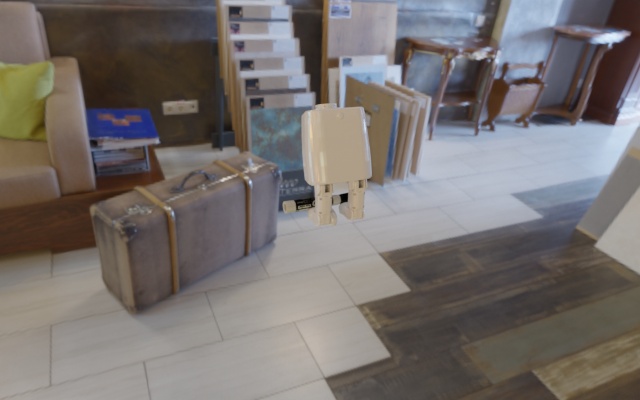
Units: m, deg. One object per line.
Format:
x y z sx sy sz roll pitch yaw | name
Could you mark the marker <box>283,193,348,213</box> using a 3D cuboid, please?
0.000 0.003 0.754 0.121 0.020 0.020 -8 3 -23 | marker
